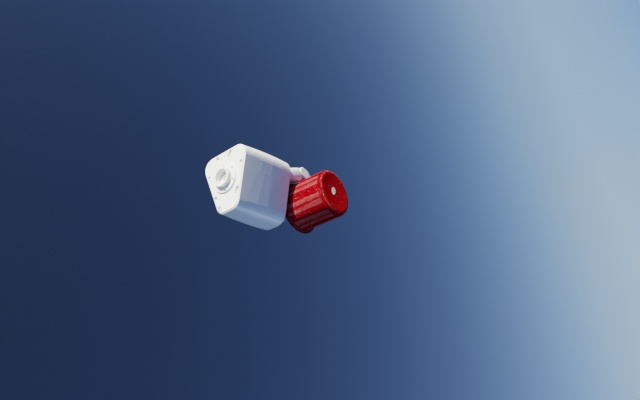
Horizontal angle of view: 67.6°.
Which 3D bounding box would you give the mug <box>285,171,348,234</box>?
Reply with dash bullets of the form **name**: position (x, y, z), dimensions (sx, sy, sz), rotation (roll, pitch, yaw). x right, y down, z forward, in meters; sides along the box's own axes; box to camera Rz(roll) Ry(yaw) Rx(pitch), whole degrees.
- **mug**: position (0.001, 0.003, 0.823), dimensions (0.081, 0.093, 0.117), rotation (-24, -27, 31)
